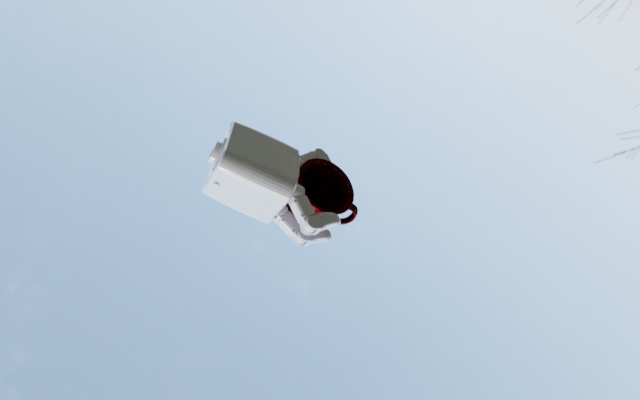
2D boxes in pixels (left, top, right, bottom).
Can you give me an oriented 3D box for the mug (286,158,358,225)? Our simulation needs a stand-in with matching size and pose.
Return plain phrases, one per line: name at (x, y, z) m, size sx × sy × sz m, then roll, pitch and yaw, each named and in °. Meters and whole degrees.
mug at (0.001, 0.003, 0.719) m, size 0.117 × 0.093 × 0.081 m, roll 26°, pitch -40°, yaw -18°
